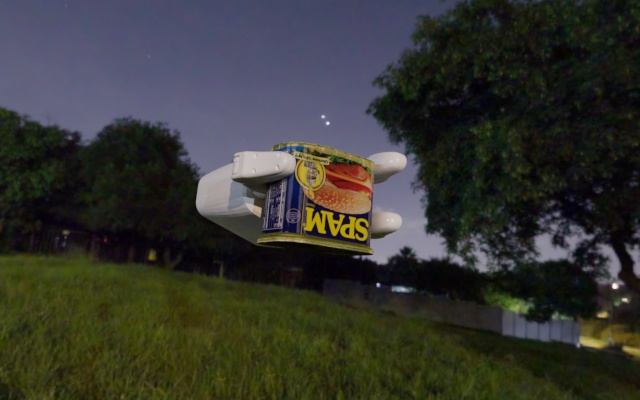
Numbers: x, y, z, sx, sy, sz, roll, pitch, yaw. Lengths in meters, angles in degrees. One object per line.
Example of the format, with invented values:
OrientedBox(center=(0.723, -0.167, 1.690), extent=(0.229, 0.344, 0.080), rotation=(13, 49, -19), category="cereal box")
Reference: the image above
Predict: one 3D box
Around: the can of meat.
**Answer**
OrientedBox(center=(0.000, 0.001, 0.417), extent=(0.102, 0.084, 0.057), rotation=(13, -14, -36), category="can of meat")
